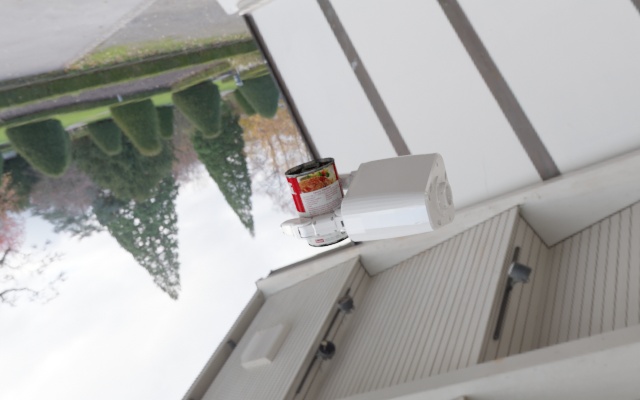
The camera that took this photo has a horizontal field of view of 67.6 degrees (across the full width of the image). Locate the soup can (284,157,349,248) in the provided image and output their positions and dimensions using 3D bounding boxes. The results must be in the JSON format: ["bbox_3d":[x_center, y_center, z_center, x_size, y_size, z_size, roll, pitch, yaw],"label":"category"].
[{"bbox_3d":[0.000,0.002,0.629,0.068,0.102,0.068,-16,15,5],"label":"soup can"}]
